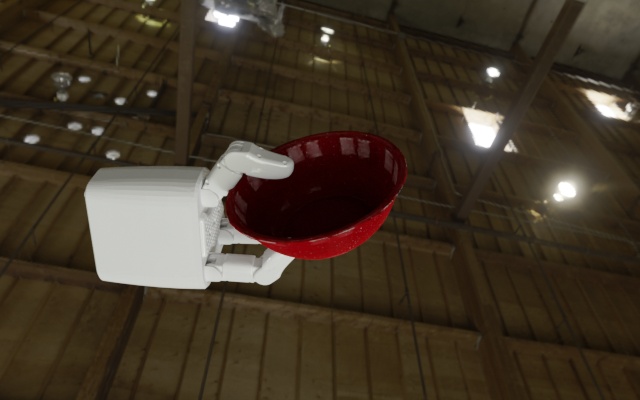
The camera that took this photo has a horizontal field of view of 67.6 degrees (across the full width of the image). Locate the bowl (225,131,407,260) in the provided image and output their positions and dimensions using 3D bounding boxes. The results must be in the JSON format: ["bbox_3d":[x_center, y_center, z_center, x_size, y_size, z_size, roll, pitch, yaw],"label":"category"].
[{"bbox_3d":[0.001,0.002,0.429,0.162,0.055,0.162,-11,36,8],"label":"bowl"}]
